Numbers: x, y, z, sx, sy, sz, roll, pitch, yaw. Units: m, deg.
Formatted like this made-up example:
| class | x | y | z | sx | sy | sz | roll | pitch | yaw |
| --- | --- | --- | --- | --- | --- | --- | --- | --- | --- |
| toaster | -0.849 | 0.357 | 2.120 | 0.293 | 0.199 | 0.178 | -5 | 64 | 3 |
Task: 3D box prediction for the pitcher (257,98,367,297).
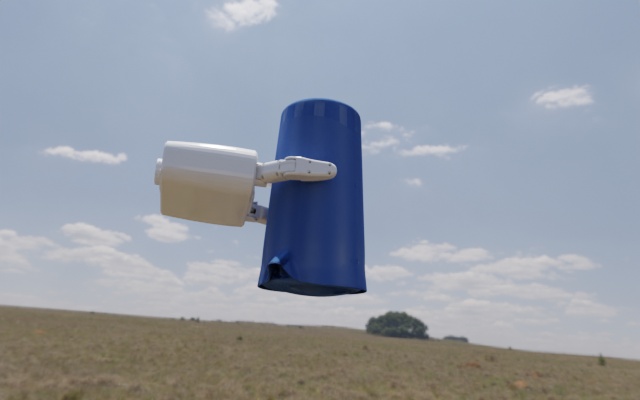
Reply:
| class | x | y | z | sx | sy | sz | roll | pitch | yaw |
| --- | --- | --- | --- | --- | --- | --- | --- | --- | --- |
| pitcher | 0.000 | 0.002 | 0.619 | 0.145 | 0.242 | 0.149 | 7 | -16 | -12 |
